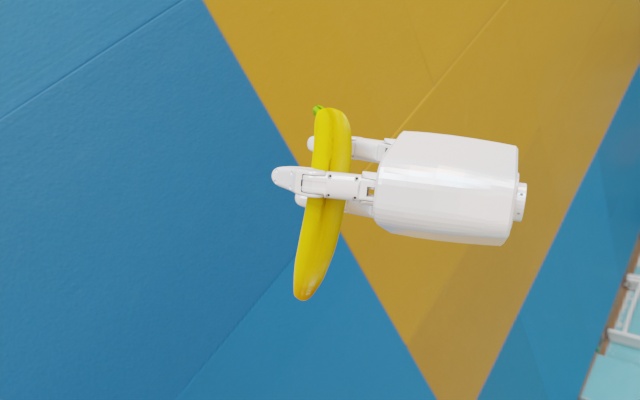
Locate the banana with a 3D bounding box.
[{"bbox_3d":[0.004,-0.005,0.446,0.037,0.197,0.069,9,-12,-8],"label":"banana"}]
